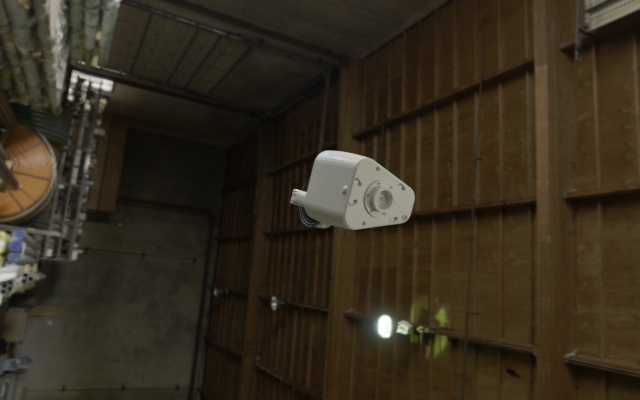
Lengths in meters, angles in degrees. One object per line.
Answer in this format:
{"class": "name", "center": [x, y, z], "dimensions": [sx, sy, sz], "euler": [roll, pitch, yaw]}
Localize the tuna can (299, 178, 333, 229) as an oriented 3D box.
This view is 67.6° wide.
{"class": "tuna can", "center": [0.001, 0.003, 0.779], "dimensions": [0.034, 0.086, 0.086], "euler": [10, -5, -32]}
